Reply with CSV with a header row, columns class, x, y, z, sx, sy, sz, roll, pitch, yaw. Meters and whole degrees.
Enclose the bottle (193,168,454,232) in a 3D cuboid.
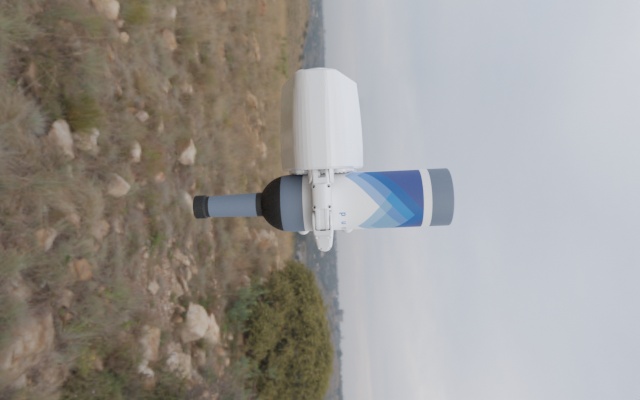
class,x,y,z,sx,sy,sz,roll,pitch,yaw
bottle,0.000,0.002,0.557,0.296,0.069,0.069,-2,0,2
